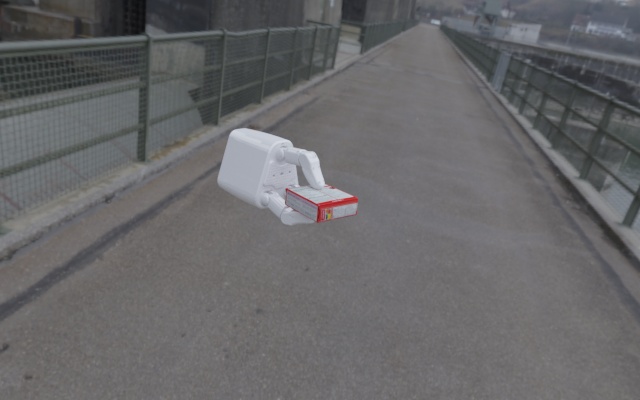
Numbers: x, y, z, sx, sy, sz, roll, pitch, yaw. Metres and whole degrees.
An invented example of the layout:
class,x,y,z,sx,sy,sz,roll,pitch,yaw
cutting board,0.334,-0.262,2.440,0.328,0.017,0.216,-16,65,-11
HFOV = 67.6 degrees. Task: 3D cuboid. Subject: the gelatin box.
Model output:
class,x,y,z,sx,sy,sz,roll,pitch,yaw
gelatin box,0.000,0.002,0.712,0.073,0.030,0.089,-10,22,-36
